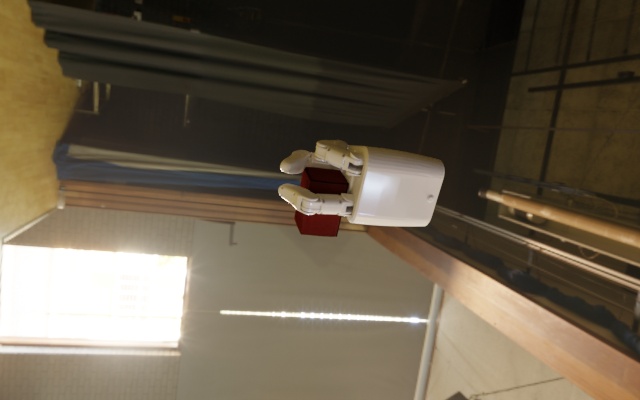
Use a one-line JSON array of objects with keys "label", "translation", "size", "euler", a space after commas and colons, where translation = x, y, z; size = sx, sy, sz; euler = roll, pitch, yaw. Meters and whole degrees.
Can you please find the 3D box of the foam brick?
[{"label": "foam brick", "translation": [0.000, 0.002, 0.625], "size": [0.051, 0.078, 0.053], "euler": [5, 23, -15]}]
